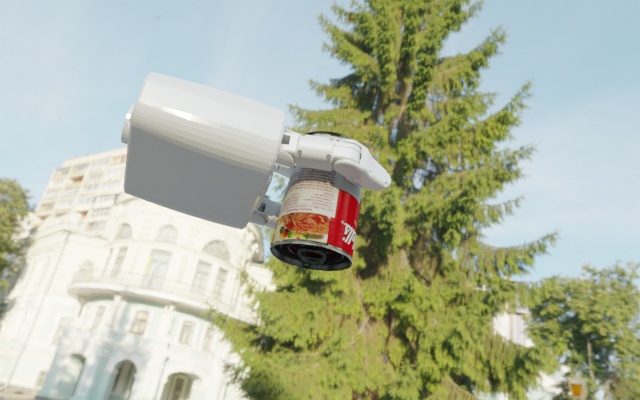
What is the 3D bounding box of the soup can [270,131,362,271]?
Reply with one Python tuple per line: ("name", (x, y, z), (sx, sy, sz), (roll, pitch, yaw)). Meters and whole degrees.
("soup can", (0.001, 0.001, 0.407), (0.068, 0.102, 0.068), (8, -24, 4))
